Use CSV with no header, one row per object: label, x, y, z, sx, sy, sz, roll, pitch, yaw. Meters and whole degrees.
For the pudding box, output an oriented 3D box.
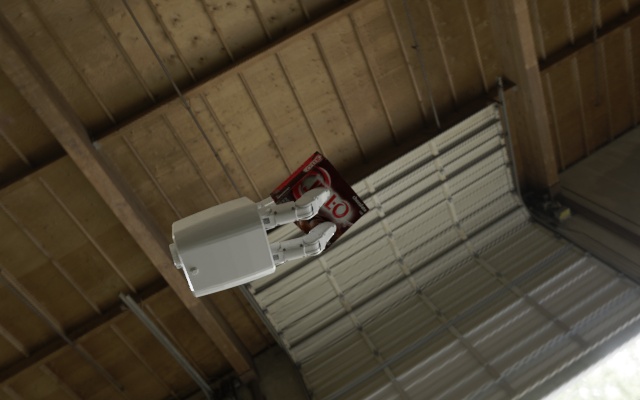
pudding box,0.000,0.002,0.656,0.113,0.090,0.039,47,1,-34
